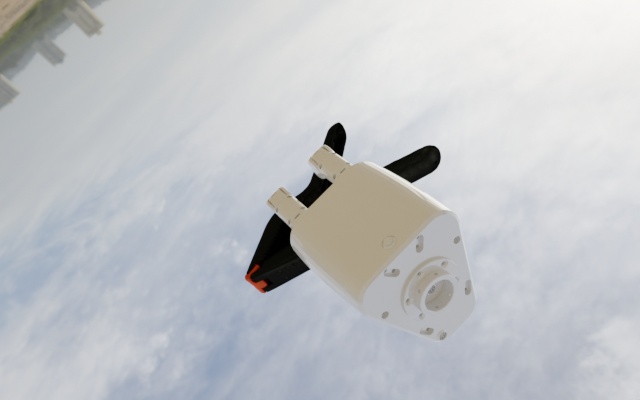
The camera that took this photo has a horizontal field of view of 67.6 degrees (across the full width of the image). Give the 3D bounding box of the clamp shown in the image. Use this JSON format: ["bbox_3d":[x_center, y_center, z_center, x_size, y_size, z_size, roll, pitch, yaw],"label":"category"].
[{"bbox_3d":[0.000,0.003,0.485,0.036,0.210,0.164,49,-6,-34],"label":"clamp"}]
